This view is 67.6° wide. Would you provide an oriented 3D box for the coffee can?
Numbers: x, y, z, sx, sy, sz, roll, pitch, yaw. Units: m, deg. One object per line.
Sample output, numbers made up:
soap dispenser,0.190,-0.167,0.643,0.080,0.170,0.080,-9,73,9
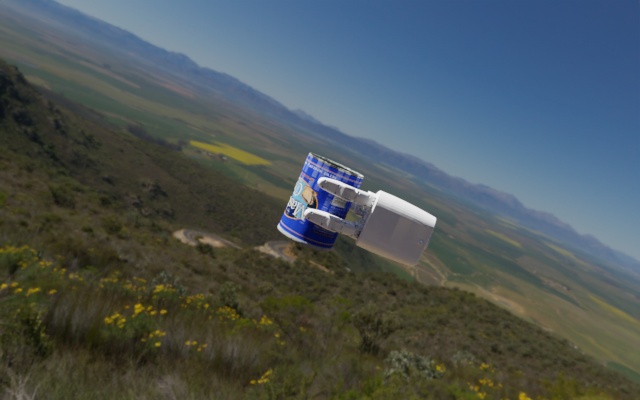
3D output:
coffee can,0.000,0.003,0.819,0.103,0.140,0.103,23,8,-4
